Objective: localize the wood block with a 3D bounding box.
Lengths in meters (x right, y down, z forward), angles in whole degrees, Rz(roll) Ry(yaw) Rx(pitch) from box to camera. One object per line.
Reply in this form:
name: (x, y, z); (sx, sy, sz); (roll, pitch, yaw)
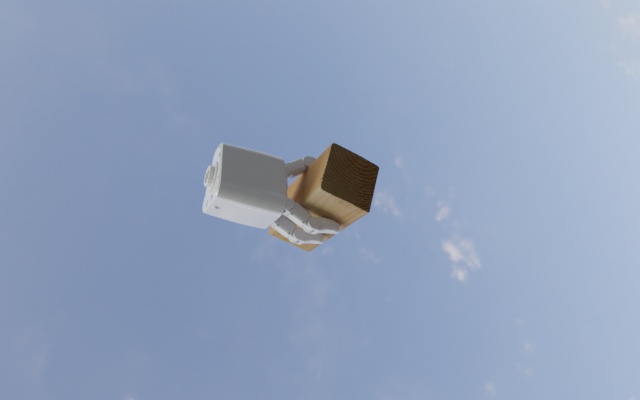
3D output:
wood block: (0.000, 0.002, 0.804); (0.090, 0.090, 0.206); (26, -32, -17)
